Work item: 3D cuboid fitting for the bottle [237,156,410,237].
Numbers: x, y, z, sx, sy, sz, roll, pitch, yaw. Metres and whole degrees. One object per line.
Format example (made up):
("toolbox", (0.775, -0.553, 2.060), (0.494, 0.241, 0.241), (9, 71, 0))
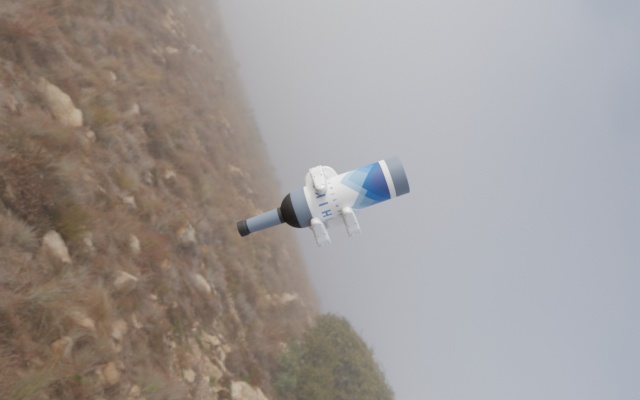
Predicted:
("bottle", (0.000, 0.003, 0.811), (0.296, 0.069, 0.069), (-19, -1, 3))
